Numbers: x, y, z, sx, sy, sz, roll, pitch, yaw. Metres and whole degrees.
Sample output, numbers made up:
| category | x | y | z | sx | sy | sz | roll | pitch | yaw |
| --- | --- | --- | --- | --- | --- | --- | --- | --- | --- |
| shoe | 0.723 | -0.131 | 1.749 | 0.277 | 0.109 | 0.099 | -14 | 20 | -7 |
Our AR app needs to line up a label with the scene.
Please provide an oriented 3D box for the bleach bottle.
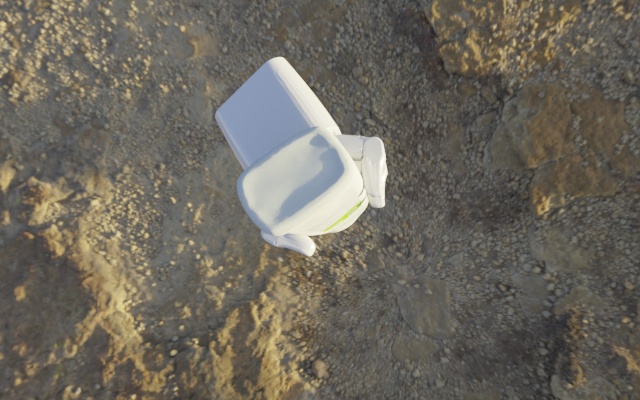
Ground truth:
| category | x | y | z | sx | sy | sz | roll | pitch | yaw |
| --- | --- | --- | --- | --- | --- | --- | --- | --- | --- |
| bleach bottle | 0.000 | 0.002 | 0.516 | 0.102 | 0.068 | 0.251 | -35 | -14 | 2 |
